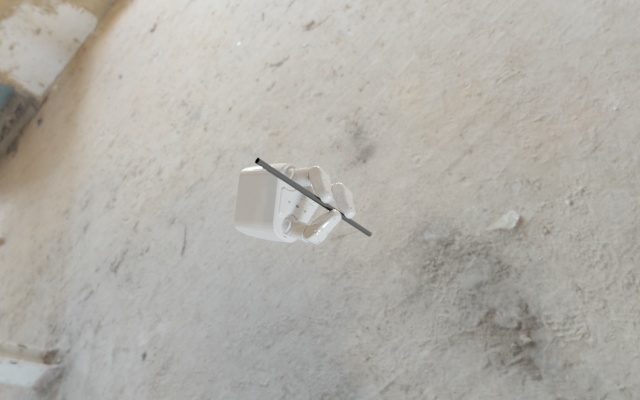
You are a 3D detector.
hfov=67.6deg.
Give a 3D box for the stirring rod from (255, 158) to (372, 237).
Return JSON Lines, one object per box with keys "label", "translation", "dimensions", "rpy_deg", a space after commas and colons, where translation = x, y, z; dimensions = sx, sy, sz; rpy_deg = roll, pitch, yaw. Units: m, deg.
{"label": "stirring rod", "translation": [0.000, 0.002, 0.644], "dimensions": [0.011, 0.011, 0.240], "rpy_deg": [0, -24, 43]}
